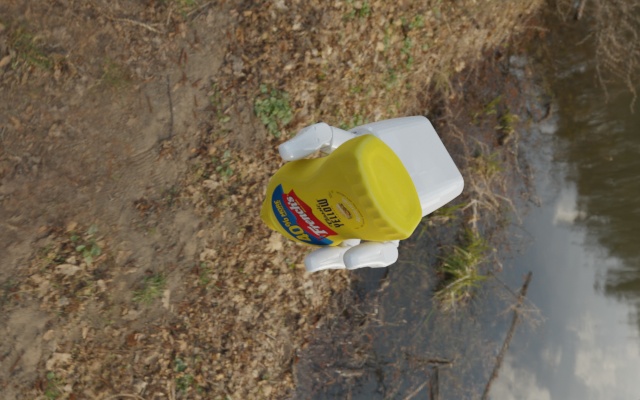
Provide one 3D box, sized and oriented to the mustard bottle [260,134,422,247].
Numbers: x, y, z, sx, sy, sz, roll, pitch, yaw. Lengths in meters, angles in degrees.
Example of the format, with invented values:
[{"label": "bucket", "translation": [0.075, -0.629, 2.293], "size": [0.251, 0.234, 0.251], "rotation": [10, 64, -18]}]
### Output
[{"label": "mustard bottle", "translation": [0.000, 0.002, 0.473], "size": [0.191, 0.096, 0.058], "rotation": [-13, 30, 48]}]
